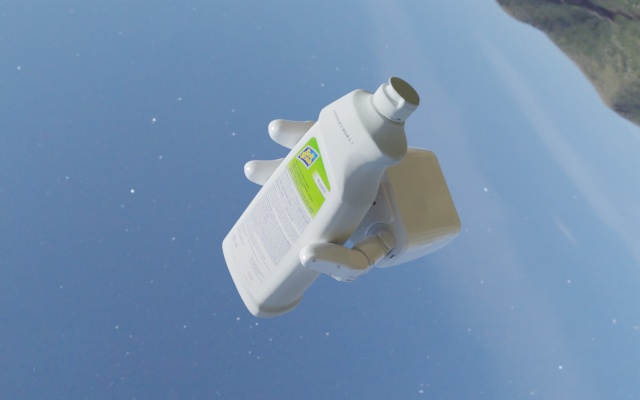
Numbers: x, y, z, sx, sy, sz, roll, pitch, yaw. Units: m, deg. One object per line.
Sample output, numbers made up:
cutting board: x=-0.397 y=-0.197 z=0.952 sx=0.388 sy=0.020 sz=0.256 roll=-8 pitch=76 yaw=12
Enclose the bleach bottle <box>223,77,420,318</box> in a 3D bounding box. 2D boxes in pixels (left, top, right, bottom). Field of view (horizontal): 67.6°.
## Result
bleach bottle: x=0.000 y=0.001 z=0.419 sx=0.068 sy=0.102 sz=0.251 roll=-7 pitch=-31 yaw=-44
